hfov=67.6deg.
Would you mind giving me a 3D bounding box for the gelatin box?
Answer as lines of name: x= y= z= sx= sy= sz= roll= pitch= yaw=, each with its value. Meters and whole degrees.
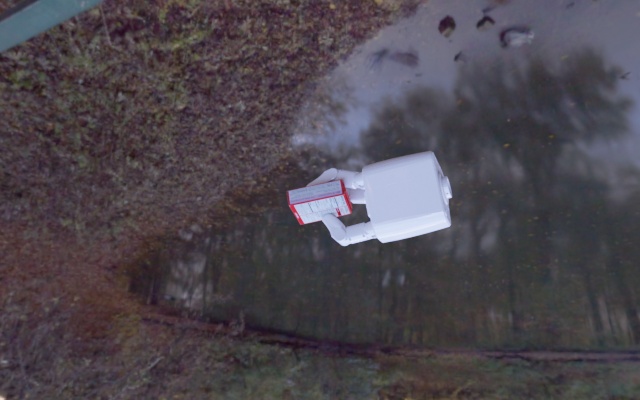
gelatin box: x=0.000 y=0.003 z=0.743 sx=0.089 sy=0.030 sz=0.073 roll=-13 pitch=-28 yaw=7
